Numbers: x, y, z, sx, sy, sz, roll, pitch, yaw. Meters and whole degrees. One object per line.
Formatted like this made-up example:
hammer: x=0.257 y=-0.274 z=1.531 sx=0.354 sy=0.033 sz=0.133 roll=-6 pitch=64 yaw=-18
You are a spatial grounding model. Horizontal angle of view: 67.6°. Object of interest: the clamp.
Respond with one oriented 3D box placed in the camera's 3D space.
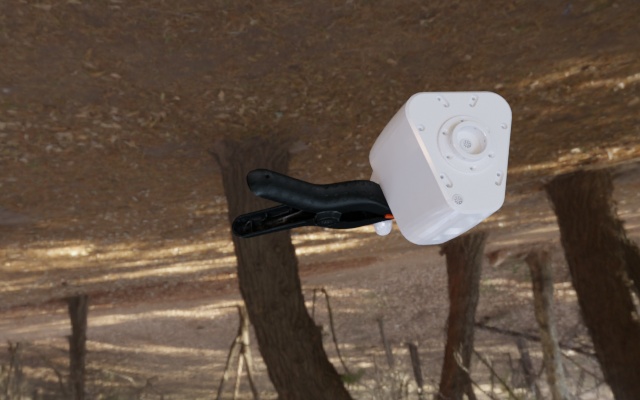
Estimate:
clamp: x=0.000 y=0.002 z=0.458 sx=0.171 sy=0.039 sz=0.120 roll=-6 pitch=-18 yaw=-11
